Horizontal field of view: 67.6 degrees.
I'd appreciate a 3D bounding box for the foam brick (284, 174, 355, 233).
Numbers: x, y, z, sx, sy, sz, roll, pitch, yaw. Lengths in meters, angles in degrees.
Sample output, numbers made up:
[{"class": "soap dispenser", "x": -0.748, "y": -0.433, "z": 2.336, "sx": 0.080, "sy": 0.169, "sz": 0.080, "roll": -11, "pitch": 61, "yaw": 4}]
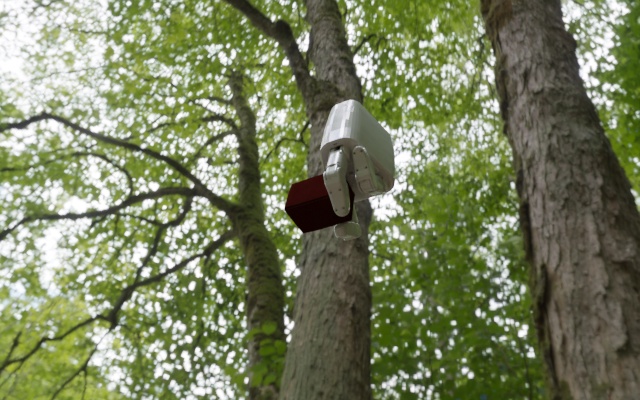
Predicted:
[{"class": "foam brick", "x": 0.000, "y": 0.002, "z": 0.646, "sx": 0.078, "sy": 0.051, "sz": 0.053, "roll": -16, "pitch": -51, "yaw": 23}]
